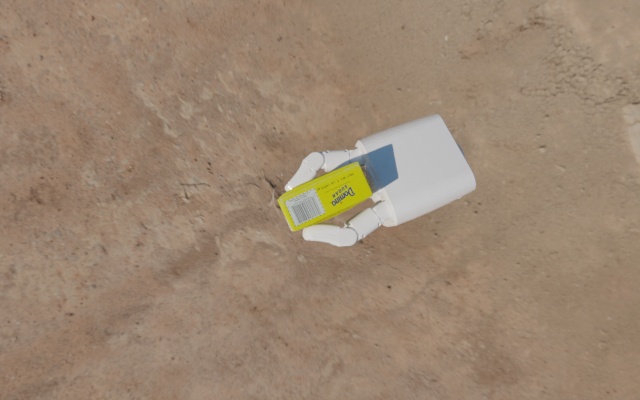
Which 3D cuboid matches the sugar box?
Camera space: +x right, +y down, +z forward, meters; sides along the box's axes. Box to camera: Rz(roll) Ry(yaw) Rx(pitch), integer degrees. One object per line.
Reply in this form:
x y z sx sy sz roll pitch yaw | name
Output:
0.000 0.002 0.571 0.093 0.048 0.176 -24 -4 -4 | sugar box
